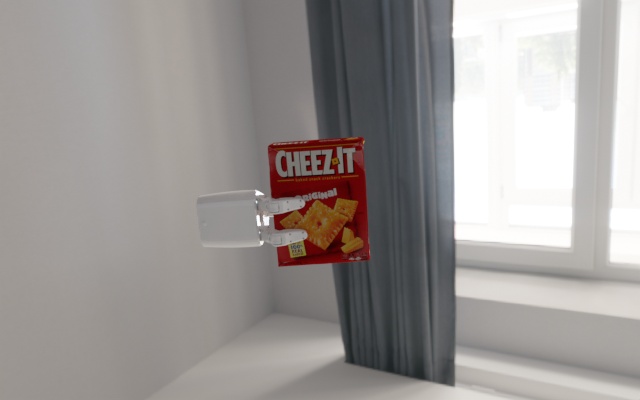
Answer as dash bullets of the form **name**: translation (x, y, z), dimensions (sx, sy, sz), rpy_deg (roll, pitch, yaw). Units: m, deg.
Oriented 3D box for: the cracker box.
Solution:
- **cracker box**: translation (0.000, 0.003, 0.834), dimensions (0.164, 0.214, 0.072), rpy_deg (-3, 11, 4)
